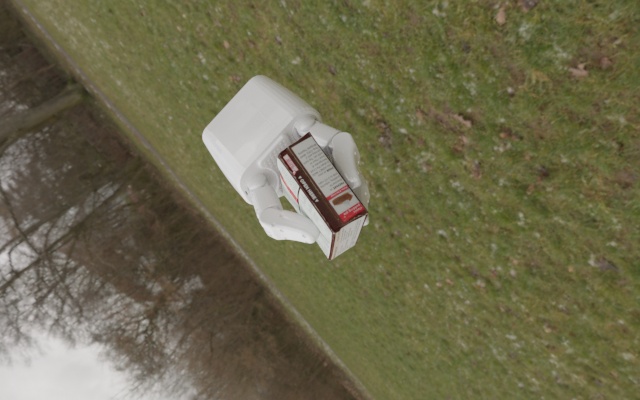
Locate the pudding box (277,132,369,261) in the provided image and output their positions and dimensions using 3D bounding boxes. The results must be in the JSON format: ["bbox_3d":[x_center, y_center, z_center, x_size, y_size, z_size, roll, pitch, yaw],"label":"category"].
[{"bbox_3d":[0.000,0.002,0.448,0.039,0.090,0.113,-34,-14,-10],"label":"pudding box"}]
